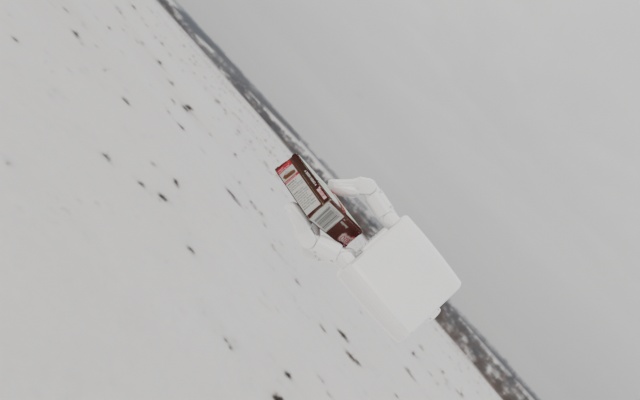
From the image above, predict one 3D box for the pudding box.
[{"bbox_3d":[0.000,0.002,0.604,0.039,0.090,0.113,-39,-34,3],"label":"pudding box"}]
